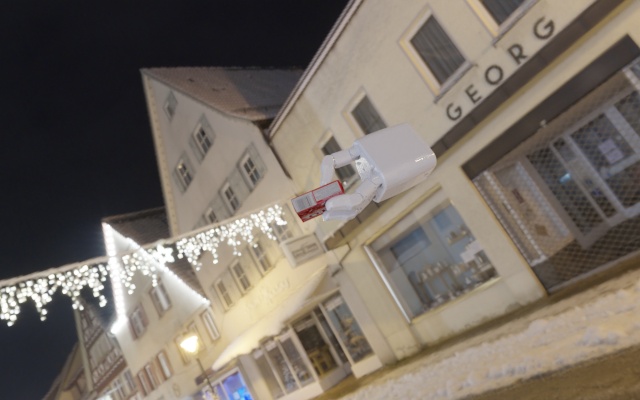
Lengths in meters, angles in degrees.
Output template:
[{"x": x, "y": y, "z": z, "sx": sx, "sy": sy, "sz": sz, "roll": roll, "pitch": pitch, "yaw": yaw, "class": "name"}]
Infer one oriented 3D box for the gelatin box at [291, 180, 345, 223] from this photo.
[{"x": 0.000, "y": 0.002, "z": 0.818, "sx": 0.089, "sy": 0.030, "sz": 0.073, "roll": -23, "pitch": -16, "yaw": 0, "class": "gelatin box"}]
